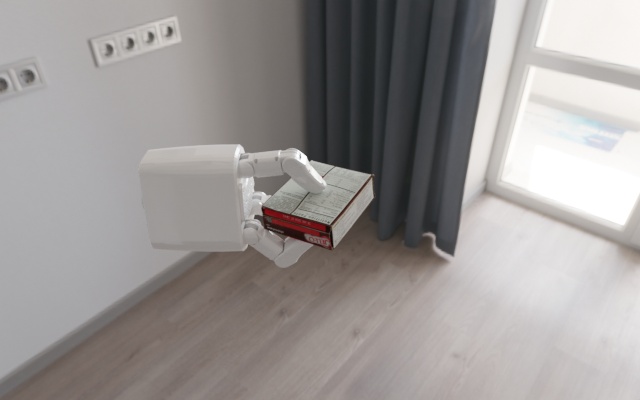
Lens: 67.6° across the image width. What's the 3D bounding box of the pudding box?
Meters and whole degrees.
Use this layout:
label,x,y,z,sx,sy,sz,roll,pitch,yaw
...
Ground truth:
label,x,y,z,sx,sy,sz,roll,pitch,yaw
pudding box,0.000,0.002,0.548,0.090,0.039,0.113,16,42,25
